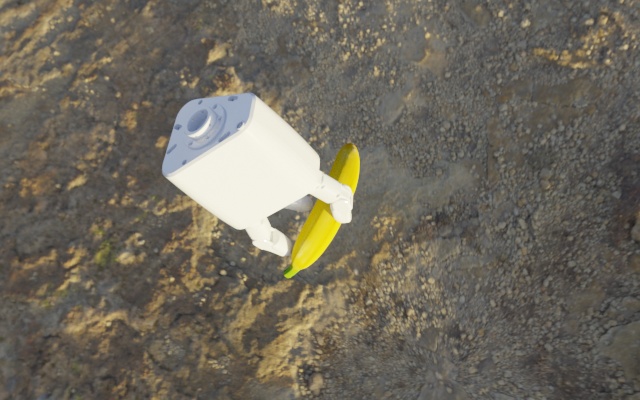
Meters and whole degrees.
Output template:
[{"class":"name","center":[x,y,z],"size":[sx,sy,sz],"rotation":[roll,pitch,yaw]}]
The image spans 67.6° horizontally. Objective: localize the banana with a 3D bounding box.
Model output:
[{"class":"banana","center":[0.008,0.004,0.590],"size":[0.037,0.197,0.069],"rotation":[36,-18,-25]}]
